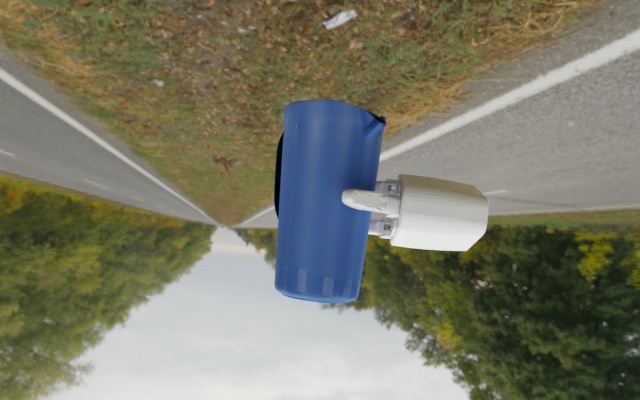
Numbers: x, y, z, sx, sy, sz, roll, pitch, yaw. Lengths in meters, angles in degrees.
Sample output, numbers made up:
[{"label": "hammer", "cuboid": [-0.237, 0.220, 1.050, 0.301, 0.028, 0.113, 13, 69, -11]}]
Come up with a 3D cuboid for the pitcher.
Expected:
[{"label": "pitcher", "cuboid": [0.000, 0.002, 0.620, 0.145, 0.243, 0.149, 6, -4, 2]}]
